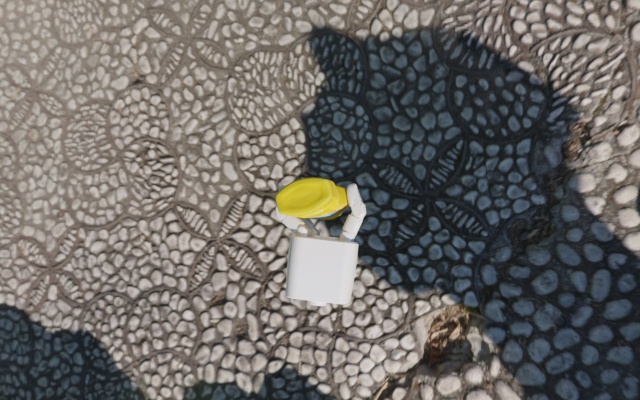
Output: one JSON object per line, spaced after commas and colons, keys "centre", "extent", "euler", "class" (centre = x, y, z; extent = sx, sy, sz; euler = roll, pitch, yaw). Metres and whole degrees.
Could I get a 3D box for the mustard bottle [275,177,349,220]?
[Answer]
{"centre": [0.000, 0.002, 0.833], "extent": [0.096, 0.058, 0.191], "euler": [-18, -11, 15], "class": "mustard bottle"}
